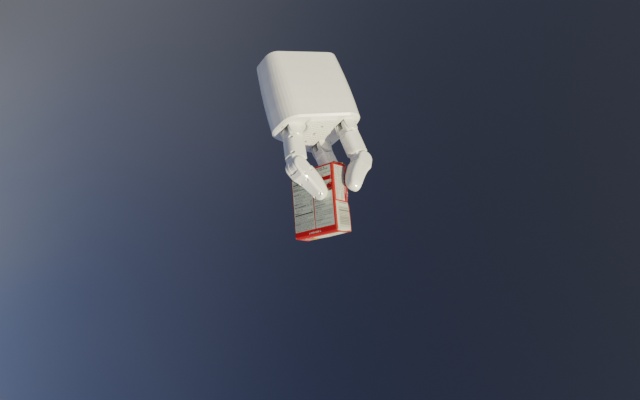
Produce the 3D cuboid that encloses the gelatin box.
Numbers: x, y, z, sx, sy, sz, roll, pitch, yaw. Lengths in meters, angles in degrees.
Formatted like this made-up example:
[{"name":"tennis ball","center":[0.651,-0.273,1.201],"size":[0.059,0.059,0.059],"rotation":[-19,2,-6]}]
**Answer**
[{"name":"gelatin box","center":[0.000,0.002,0.605],"size":[0.073,0.089,0.030],"rotation":[-16,-17,41]}]
